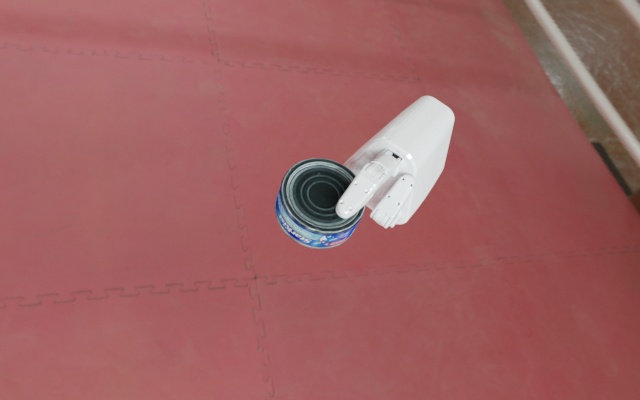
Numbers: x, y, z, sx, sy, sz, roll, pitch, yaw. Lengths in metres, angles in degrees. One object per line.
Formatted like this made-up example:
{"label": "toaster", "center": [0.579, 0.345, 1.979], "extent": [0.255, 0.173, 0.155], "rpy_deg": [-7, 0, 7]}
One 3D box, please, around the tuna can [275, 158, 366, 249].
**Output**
{"label": "tuna can", "center": [0.000, 0.001, 0.465], "extent": [0.086, 0.086, 0.034], "rpy_deg": [0, -29, -16]}
